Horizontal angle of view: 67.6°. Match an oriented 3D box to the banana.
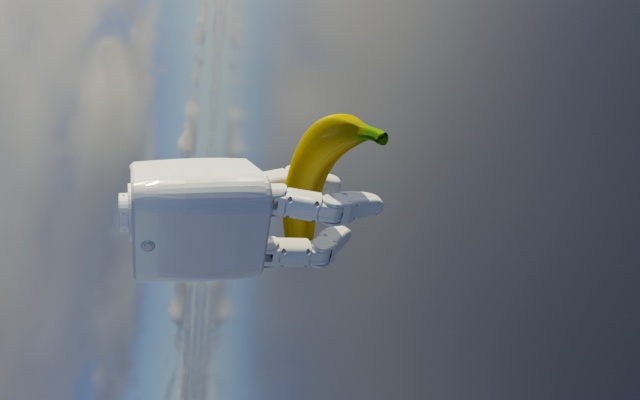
[{"bbox_3d":[-0.006,-0.016,0.449,0.037,0.069,0.198,-7,-33,-29],"label":"banana"}]
